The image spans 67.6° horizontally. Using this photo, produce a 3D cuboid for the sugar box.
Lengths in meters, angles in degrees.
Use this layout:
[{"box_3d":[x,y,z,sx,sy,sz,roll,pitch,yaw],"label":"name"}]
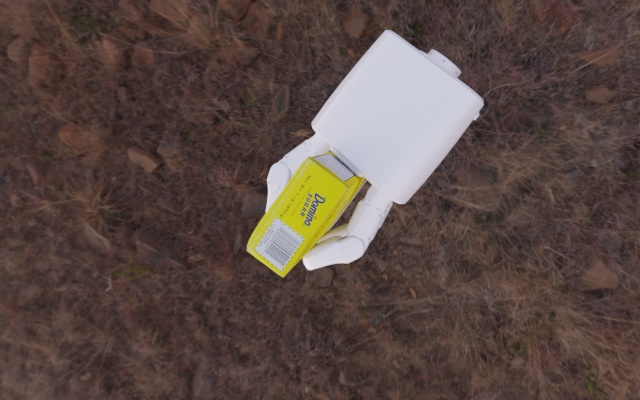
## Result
[{"box_3d":[0.001,0.002,0.447,0.048,0.093,0.176,38,16,7],"label":"sugar box"}]
